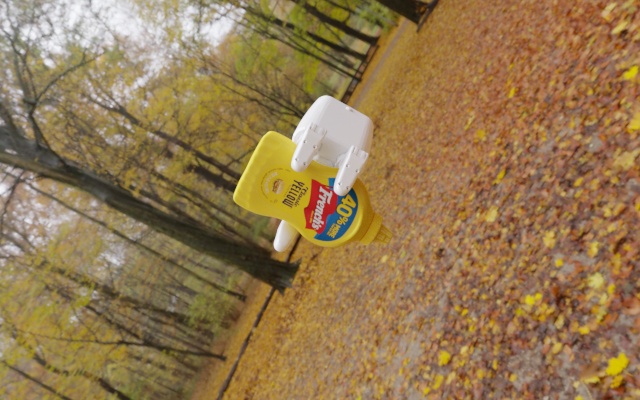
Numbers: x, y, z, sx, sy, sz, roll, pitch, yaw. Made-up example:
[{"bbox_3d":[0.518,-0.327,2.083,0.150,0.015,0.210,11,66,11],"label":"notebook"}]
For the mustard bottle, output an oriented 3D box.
[{"bbox_3d":[0.000,0.002,0.573,0.191,0.096,0.058,28,14,-5],"label":"mustard bottle"}]
